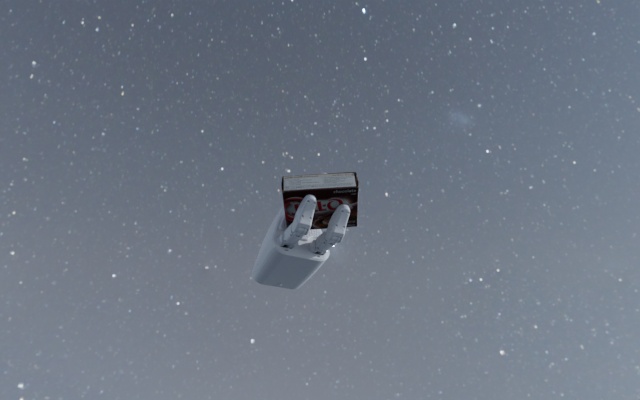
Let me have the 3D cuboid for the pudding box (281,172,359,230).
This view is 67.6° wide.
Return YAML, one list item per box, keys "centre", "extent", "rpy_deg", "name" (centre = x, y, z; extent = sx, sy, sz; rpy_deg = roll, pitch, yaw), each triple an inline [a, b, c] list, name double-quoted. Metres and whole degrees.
- centre: [0.000, 0.002, 0.721]
  extent: [0.113, 0.039, 0.090]
  rpy_deg: [-5, -41, -2]
  name: "pudding box"
